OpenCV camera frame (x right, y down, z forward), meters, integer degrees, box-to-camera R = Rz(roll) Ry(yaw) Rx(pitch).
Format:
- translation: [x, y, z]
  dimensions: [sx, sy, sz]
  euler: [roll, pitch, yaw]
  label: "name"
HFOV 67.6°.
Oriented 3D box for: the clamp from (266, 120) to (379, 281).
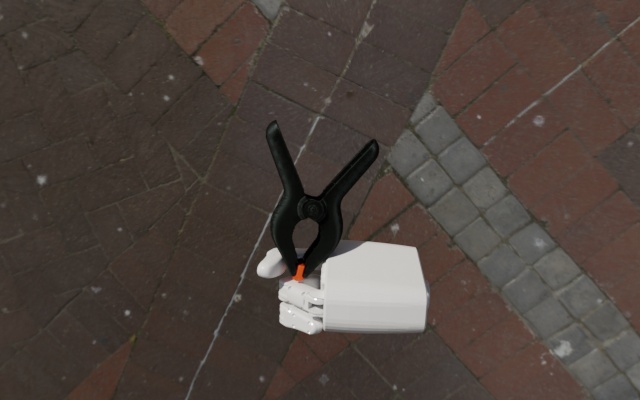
- translation: [0.000, 0.002, 0.514]
  dimensions: [0.120, 0.171, 0.039]
  euler: [2, 14, -1]
  label: "clamp"
